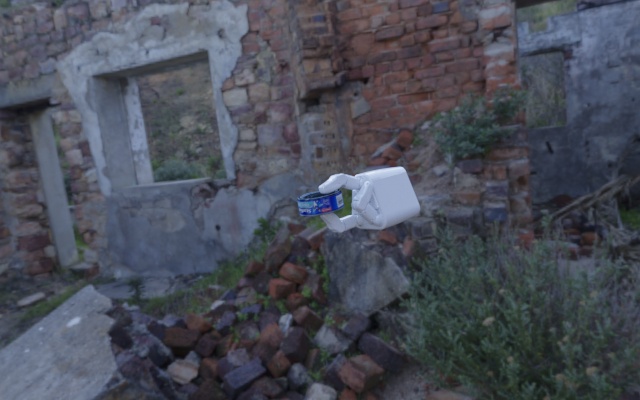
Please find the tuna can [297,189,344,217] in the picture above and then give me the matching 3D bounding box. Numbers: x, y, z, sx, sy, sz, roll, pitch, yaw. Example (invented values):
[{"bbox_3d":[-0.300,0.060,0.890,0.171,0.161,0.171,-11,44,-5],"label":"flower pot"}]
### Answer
[{"bbox_3d":[0.000,0.002,0.898,0.086,0.034,0.086,-11,10,2],"label":"tuna can"}]
